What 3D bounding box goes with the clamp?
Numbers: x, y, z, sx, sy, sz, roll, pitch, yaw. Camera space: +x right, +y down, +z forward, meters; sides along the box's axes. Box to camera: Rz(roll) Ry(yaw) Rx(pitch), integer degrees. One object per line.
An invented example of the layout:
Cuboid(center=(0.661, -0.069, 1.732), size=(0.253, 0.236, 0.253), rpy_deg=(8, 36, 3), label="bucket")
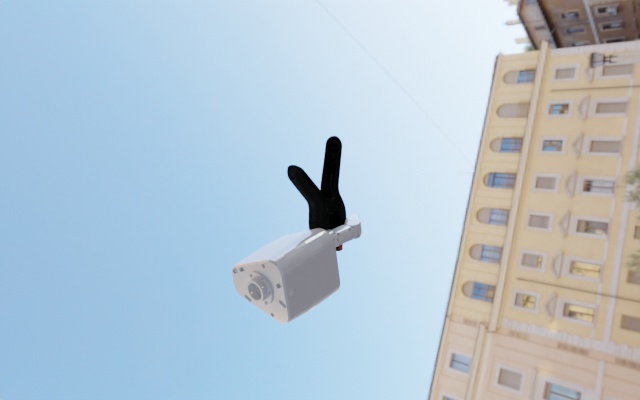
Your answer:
Cuboid(center=(0.000, 0.002, 0.687), size=(0.039, 0.171, 0.120), rpy_deg=(7, 22, 39), label="clamp")
